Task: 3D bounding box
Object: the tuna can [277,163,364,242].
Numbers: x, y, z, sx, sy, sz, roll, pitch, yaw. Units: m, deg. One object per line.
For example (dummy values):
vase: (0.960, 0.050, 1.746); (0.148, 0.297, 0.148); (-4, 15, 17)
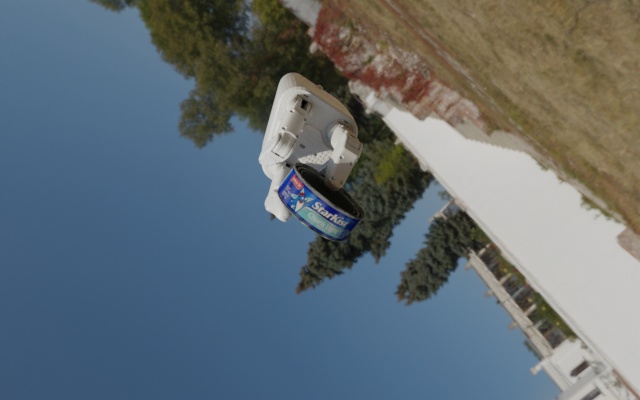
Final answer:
tuna can: (0.000, 0.002, 0.475); (0.086, 0.034, 0.086); (35, 14, -10)
